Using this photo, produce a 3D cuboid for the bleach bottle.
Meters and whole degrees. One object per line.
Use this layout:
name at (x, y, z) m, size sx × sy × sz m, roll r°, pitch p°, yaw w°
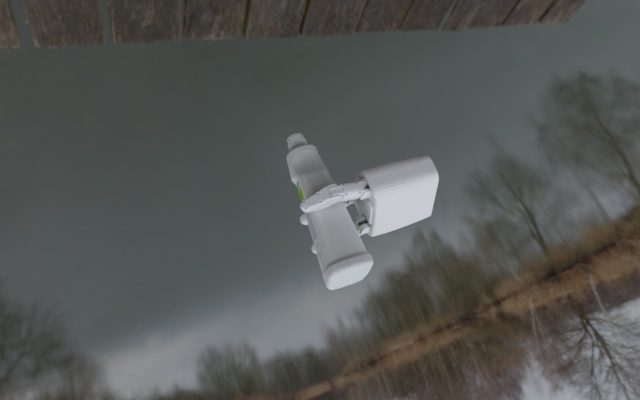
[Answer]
bleach bottle at (0.000, 0.002, 0.726) m, size 0.068 × 0.250 × 0.103 m, roll -16°, pitch -23°, yaw -12°
